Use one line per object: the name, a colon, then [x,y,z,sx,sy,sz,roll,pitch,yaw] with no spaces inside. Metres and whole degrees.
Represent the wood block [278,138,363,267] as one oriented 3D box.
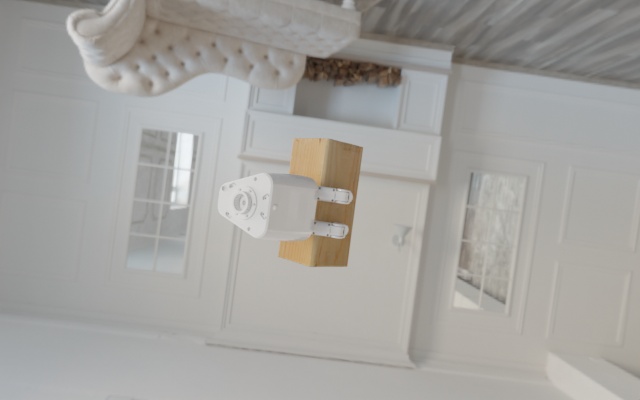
wood block: [0.000,0.003,0.817,0.090,0.206,0.091,7,2,-44]
